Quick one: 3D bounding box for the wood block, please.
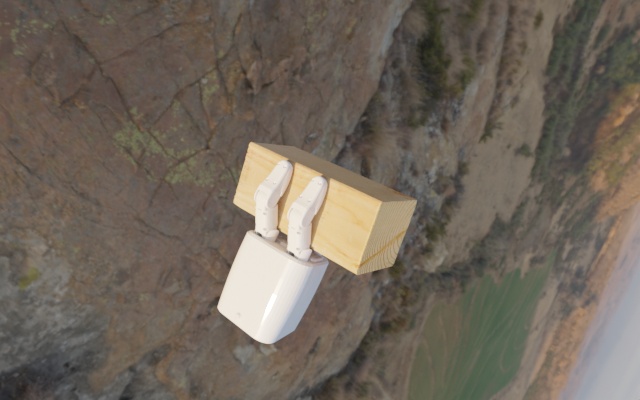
[{"bbox_3d":[0.000,0.002,0.599,0.206,0.090,0.091,27,16,33],"label":"wood block"}]
